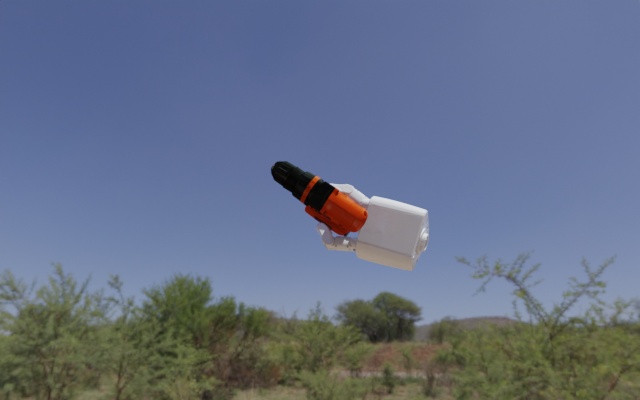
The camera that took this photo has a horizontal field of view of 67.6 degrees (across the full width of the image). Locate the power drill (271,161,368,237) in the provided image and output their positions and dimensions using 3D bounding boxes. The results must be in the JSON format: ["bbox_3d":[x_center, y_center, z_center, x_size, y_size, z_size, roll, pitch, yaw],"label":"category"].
[{"bbox_3d":[0.000,0.003,0.869,0.184,0.057,0.188,34,-4,9],"label":"power drill"}]
